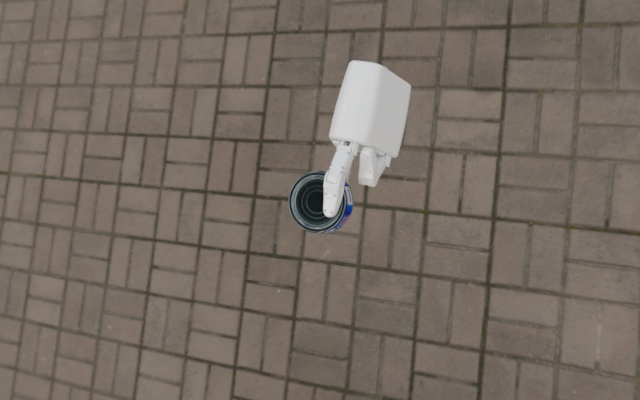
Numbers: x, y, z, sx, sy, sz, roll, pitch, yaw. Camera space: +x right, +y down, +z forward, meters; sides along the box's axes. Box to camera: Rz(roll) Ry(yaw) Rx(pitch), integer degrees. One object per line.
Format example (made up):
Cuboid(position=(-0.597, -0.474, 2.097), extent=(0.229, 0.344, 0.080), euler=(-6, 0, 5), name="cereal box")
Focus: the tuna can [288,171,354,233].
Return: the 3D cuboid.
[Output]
Cuboid(position=(0.000, 0.002, 0.654), extent=(0.086, 0.086, 0.034), euler=(0, 0, 20), name="tuna can")
